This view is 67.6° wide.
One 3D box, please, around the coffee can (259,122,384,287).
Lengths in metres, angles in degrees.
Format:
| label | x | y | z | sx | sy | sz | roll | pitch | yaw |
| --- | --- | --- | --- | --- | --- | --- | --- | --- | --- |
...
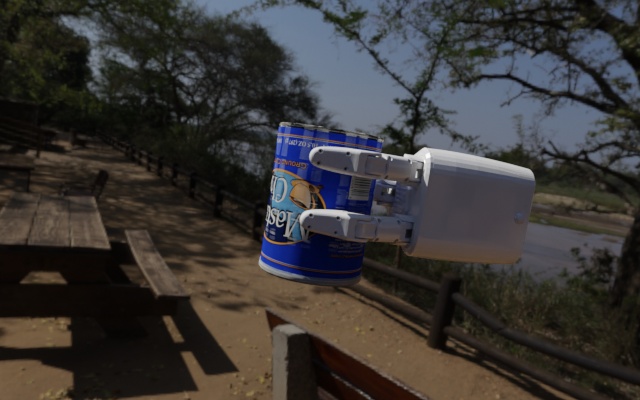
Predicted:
| label | x | y | z | sx | sy | sz | roll | pitch | yaw |
| --- | --- | --- | --- | --- | --- | --- | --- | --- | --- |
| coffee can | 0.000 | 0.002 | 0.468 | 0.103 | 0.140 | 0.103 | 9 | 6 | -1 |
